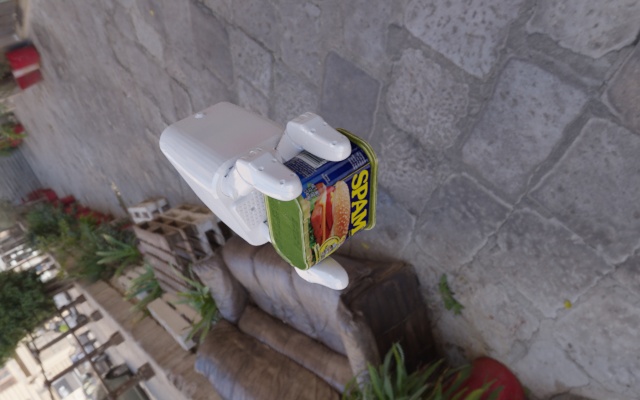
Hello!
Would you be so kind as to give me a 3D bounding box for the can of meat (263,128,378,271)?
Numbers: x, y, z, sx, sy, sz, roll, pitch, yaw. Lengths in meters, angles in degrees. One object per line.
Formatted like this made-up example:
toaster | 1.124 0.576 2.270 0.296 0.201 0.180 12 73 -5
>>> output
can of meat | 0.000 0.002 0.414 0.084 0.102 0.057 -33 50 -29
